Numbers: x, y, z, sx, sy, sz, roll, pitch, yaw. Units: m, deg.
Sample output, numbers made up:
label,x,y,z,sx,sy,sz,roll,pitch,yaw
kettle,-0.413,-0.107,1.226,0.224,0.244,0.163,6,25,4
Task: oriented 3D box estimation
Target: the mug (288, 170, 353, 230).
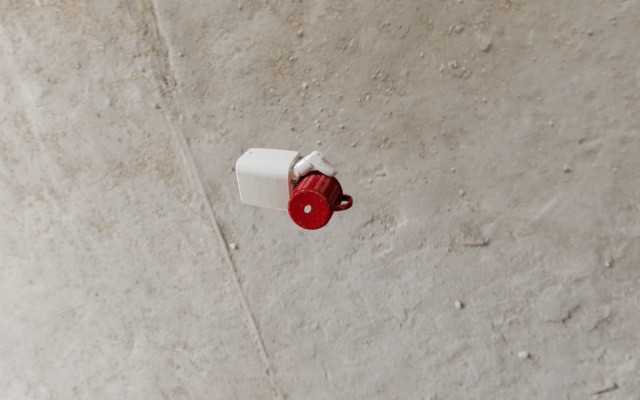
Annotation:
label,x,y,z,sx,sy,sz,roll,pitch,yaw
mug,0.002,0.003,0.865,0.117,0.093,0.081,6,25,11
